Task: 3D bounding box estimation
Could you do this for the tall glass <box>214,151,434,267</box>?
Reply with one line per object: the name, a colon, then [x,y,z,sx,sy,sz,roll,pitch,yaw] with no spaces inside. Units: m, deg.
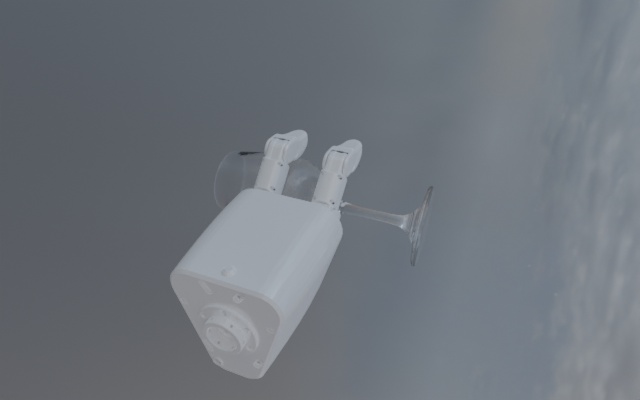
tall glass: [0.001,0.002,0.457,0.201,0.079,0.079,14,4,18]
